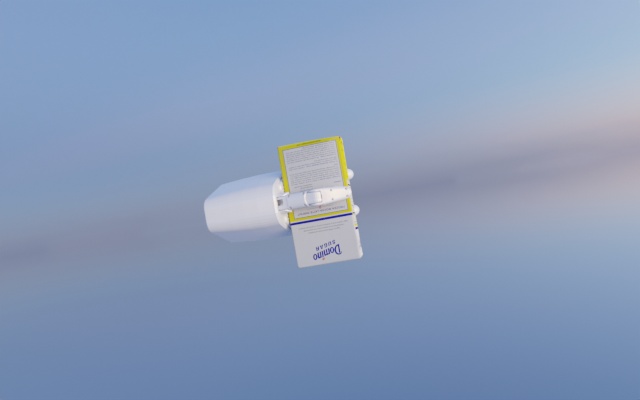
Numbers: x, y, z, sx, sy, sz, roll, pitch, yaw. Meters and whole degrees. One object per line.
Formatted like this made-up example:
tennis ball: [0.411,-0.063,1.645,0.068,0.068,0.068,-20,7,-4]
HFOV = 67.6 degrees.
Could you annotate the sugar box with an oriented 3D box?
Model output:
sugar box: [0.000,0.002,0.687,0.093,0.176,0.048,-10,0,10]
